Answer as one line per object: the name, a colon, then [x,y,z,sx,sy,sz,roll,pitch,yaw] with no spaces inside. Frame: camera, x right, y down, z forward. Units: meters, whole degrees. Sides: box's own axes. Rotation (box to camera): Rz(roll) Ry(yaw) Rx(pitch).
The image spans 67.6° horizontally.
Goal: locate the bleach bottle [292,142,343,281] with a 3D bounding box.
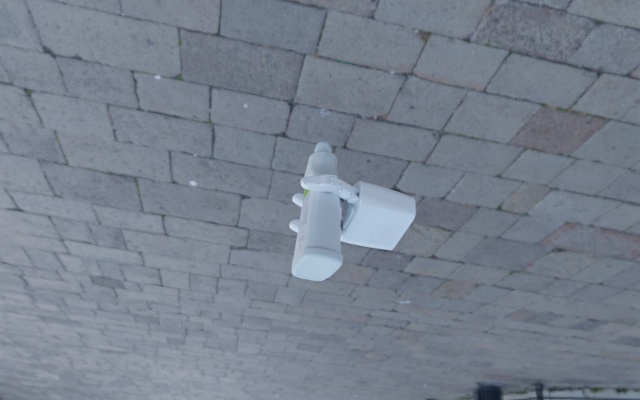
bleach bottle: [0.000,0.003,0.815,0.068,0.250,0.103,14,-32,-15]
